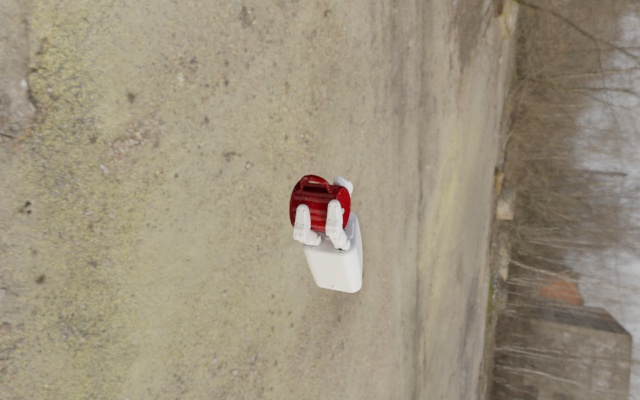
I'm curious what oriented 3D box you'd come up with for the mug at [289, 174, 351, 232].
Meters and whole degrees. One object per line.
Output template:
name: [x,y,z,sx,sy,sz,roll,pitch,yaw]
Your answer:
mug: [0.000,0.002,0.820,0.081,0.117,0.093,6,43,24]
